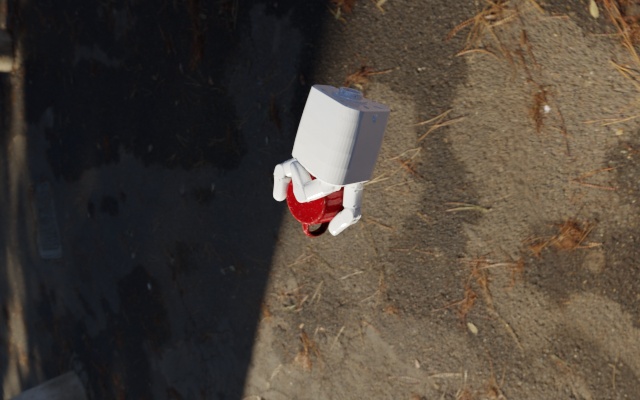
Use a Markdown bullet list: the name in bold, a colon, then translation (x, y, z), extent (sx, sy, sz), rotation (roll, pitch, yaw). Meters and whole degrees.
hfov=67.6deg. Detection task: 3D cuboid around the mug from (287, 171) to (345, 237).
- **mug**: translation (0.000, 0.004, 0.734), extent (0.093, 0.117, 0.081), rotation (31, 27, 34)
